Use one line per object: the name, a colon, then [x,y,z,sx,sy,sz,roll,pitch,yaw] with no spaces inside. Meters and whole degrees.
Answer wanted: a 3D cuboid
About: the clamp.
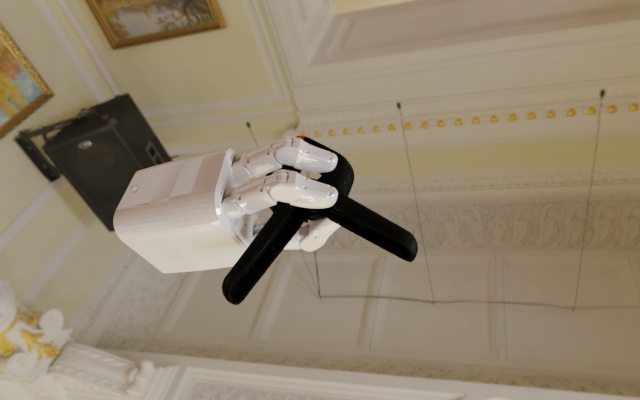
clamp: [0.000,0.002,0.457,0.164,0.036,0.209,-9,39,9]
